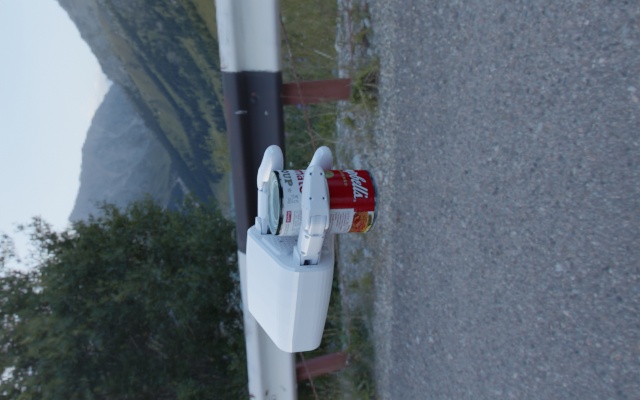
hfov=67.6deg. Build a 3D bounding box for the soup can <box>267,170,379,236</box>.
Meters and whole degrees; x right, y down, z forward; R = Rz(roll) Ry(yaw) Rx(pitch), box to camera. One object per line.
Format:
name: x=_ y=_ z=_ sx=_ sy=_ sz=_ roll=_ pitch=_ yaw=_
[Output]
soup can: x=0.000 y=0.001 z=0.496 sx=0.102 sy=0.068 sz=0.068 roll=-1 pitch=0 yaw=-17
